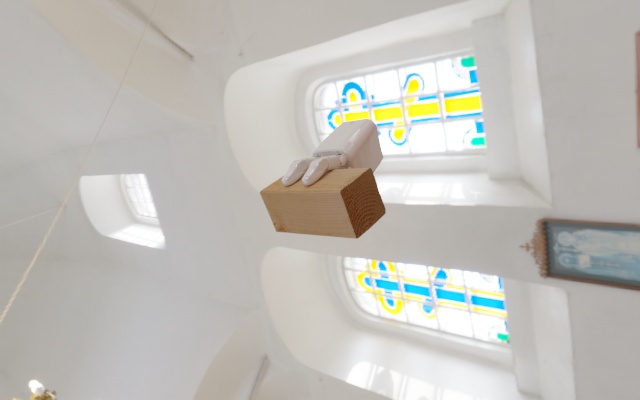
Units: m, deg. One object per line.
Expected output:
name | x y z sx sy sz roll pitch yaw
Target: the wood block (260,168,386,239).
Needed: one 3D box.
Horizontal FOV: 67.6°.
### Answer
wood block | 0.000 0.003 0.854 0.206 0.091 0.090 0 29 46
